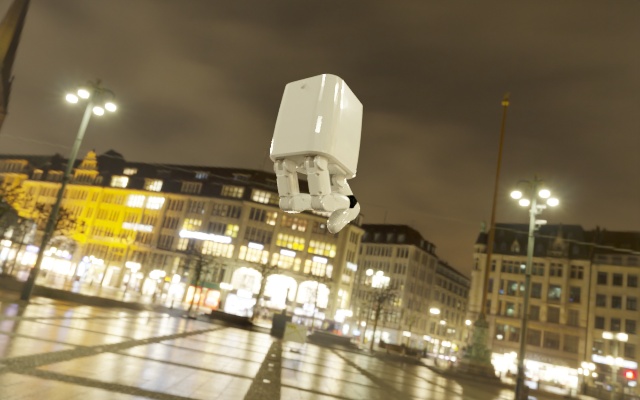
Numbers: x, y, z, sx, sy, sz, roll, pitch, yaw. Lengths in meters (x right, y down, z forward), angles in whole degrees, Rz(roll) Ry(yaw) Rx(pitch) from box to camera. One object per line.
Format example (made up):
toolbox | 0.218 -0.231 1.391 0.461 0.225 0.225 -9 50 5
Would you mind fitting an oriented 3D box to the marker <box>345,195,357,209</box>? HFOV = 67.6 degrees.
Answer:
marker | 0.000 0.002 0.665 0.121 0.020 0.020 -1 -1 41
